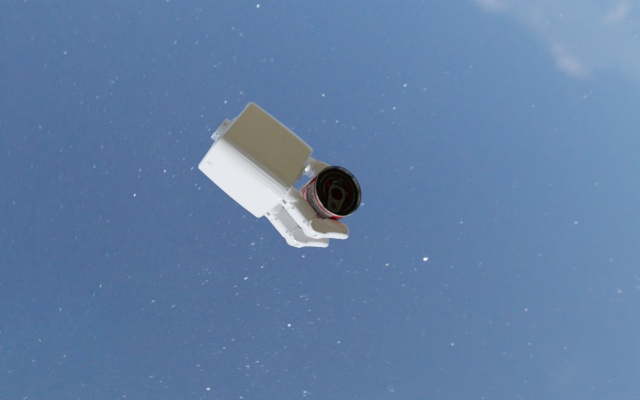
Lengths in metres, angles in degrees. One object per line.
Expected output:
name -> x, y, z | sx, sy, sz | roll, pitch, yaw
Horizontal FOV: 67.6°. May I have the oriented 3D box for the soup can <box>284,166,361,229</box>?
soup can -> 0.000, 0.002, 0.649 | 0.068, 0.068, 0.102 | 0, -17, -29
